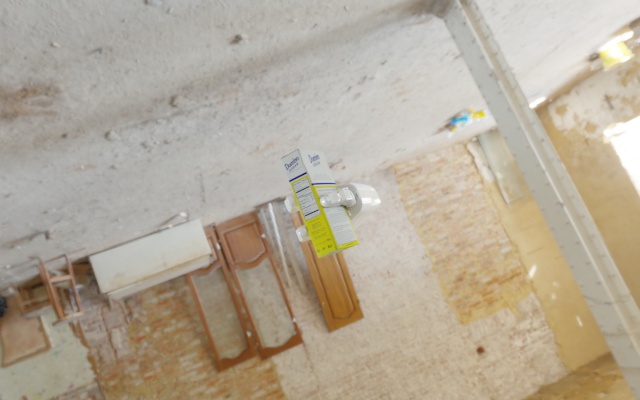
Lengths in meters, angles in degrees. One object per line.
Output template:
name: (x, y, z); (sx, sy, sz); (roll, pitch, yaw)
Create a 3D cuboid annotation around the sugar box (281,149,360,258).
sugar box: (0.000, 0.003, 0.801); (0.048, 0.176, 0.093); (-28, -11, 25)
